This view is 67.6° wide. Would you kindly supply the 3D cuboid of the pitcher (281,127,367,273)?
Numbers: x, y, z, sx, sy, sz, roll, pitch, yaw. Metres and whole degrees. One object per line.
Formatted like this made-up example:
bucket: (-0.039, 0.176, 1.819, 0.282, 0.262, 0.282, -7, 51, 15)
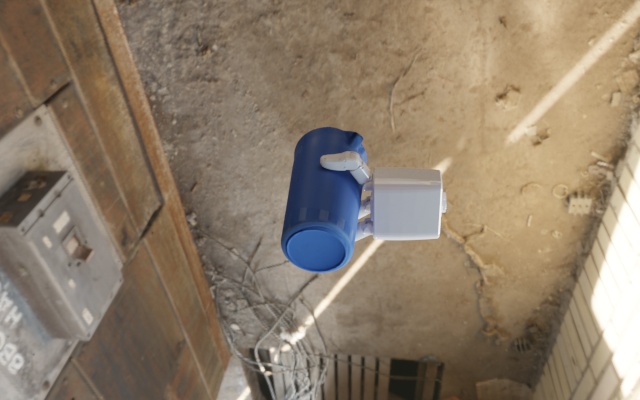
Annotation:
pitcher: (0.000, 0.003, 0.788, 0.145, 0.149, 0.242, 0, 40, 8)
